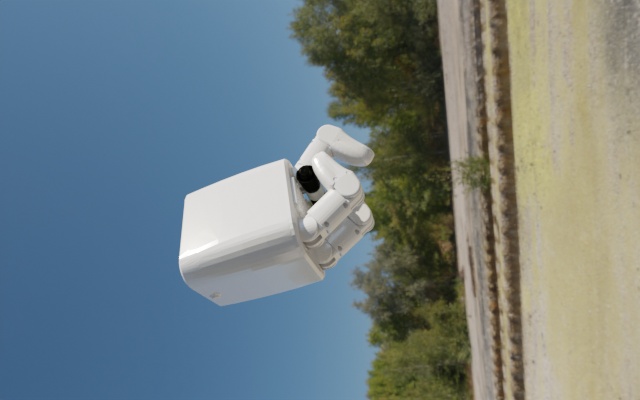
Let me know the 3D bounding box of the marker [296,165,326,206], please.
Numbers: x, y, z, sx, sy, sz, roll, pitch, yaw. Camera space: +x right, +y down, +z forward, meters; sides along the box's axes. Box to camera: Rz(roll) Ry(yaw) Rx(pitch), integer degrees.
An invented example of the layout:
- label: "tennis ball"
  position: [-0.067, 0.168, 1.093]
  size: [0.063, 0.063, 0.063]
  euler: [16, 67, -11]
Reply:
- label: "marker"
  position: [0.000, 0.001, 0.469]
  size: [0.020, 0.020, 0.121]
  euler: [0, -27, 15]
